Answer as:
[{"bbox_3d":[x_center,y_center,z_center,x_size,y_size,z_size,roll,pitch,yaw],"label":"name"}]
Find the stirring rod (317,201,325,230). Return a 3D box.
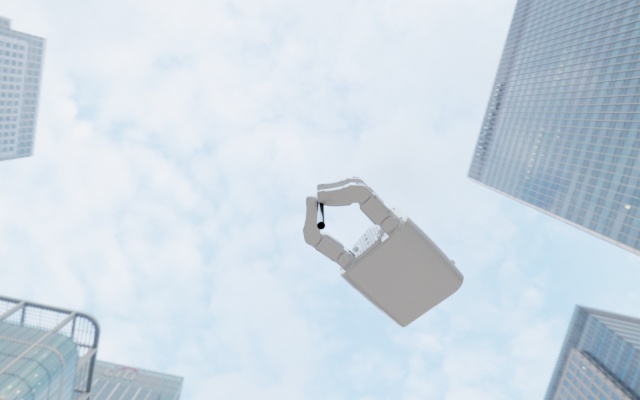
[{"bbox_3d":[0.000,0.002,0.568,0.011,0.011,0.239,0,10,0],"label":"stirring rod"}]
